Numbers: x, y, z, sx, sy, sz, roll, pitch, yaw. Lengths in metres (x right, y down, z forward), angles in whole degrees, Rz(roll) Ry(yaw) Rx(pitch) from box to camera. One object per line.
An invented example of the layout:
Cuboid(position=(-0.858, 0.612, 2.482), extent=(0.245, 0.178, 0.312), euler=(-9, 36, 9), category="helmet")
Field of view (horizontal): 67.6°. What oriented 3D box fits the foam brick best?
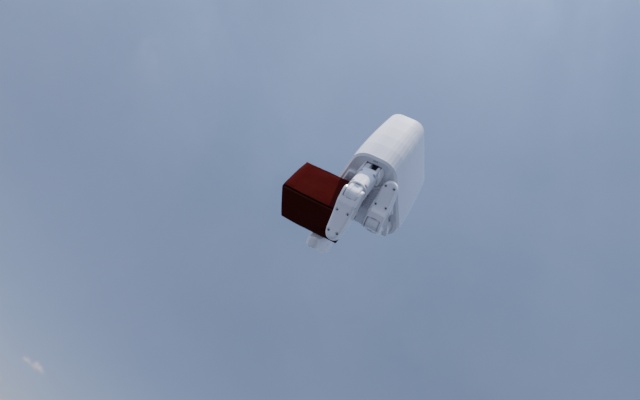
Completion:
Cuboid(position=(0.000, 0.002, 0.555), extent=(0.078, 0.053, 0.051), euler=(26, 49, 15), category="foam brick")
